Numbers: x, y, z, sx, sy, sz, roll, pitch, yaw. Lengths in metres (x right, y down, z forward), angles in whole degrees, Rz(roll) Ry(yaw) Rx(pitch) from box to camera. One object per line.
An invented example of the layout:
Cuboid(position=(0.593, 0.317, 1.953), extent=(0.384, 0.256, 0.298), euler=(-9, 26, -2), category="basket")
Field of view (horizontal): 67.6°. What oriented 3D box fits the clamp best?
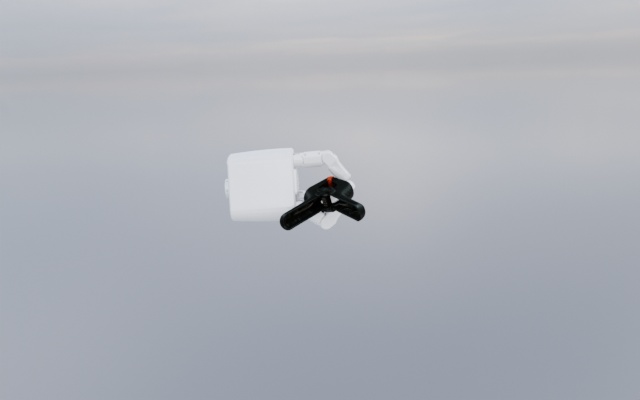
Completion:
Cuboid(position=(0.000, 0.002, 0.725), extent=(0.120, 0.039, 0.171), euler=(-5, 16, 0), category="clamp")
